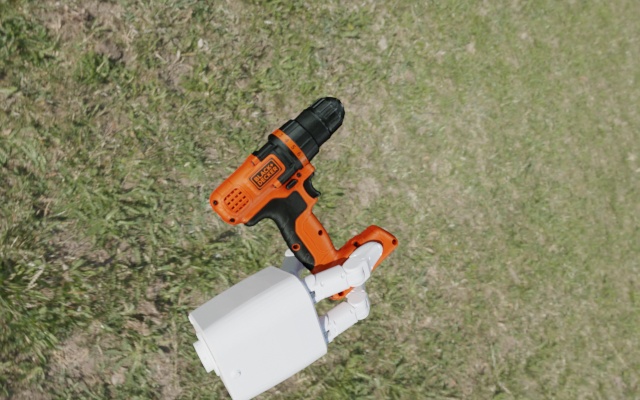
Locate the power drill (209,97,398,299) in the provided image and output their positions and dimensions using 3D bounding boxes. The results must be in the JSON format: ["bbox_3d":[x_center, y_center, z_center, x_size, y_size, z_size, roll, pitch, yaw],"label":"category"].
[{"bbox_3d":[0.000,0.002,0.539,0.184,0.188,0.057,-43,10,-6],"label":"power drill"}]
